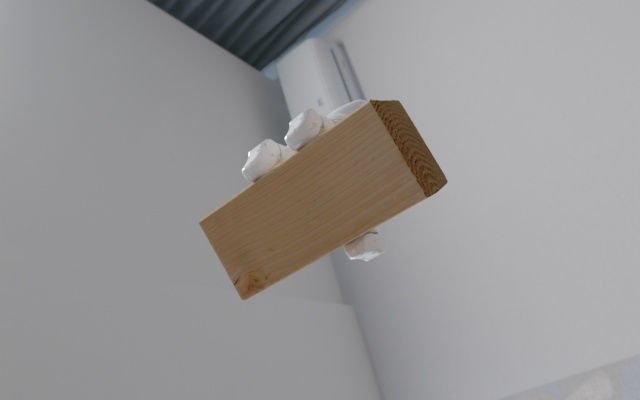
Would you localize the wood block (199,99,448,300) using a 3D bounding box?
[{"bbox_3d":[0.000,0.002,0.448,0.206,0.091,0.090,-33,-4,27],"label":"wood block"}]
